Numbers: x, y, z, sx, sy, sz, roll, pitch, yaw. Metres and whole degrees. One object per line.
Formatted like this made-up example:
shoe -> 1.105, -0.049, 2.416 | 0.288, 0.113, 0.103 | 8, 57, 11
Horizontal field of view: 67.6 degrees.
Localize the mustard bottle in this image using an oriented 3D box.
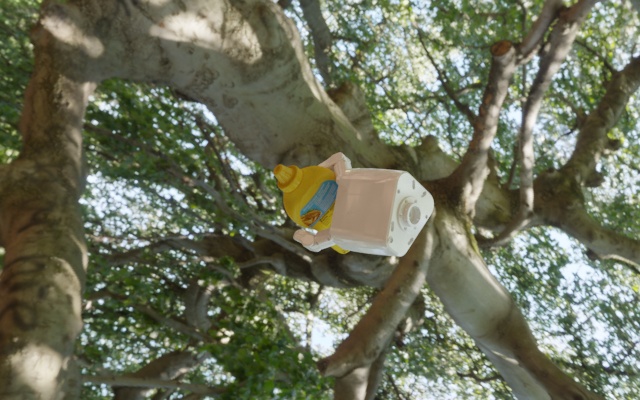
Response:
mustard bottle -> 0.000, 0.002, 0.738 | 0.192, 0.096, 0.058 | 37, 3, -36
